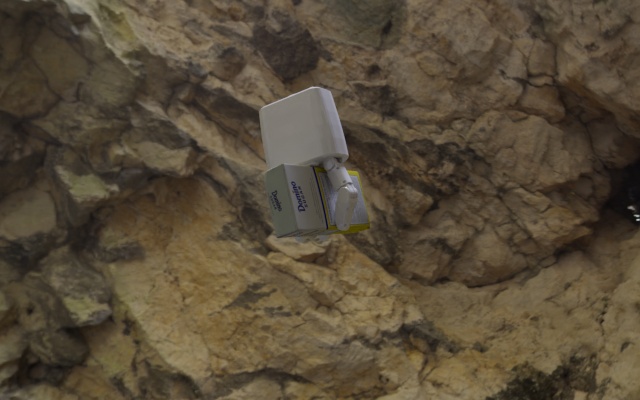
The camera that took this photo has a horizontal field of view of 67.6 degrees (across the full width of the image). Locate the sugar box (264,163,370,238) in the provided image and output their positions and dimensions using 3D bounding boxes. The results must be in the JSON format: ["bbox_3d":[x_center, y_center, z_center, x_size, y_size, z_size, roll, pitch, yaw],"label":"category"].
[{"bbox_3d":[0.000,0.002,0.680,0.048,0.093,0.176,-22,-15,38],"label":"sugar box"}]
